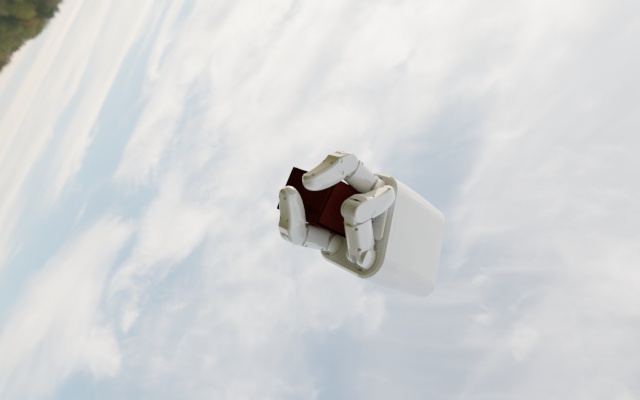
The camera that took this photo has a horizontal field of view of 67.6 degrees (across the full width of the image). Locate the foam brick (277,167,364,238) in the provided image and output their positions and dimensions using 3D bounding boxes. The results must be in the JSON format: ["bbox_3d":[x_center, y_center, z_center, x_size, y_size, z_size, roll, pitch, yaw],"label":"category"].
[{"bbox_3d":[0.000,0.002,0.515,0.051,0.053,0.078,26,-4,-39],"label":"foam brick"}]
